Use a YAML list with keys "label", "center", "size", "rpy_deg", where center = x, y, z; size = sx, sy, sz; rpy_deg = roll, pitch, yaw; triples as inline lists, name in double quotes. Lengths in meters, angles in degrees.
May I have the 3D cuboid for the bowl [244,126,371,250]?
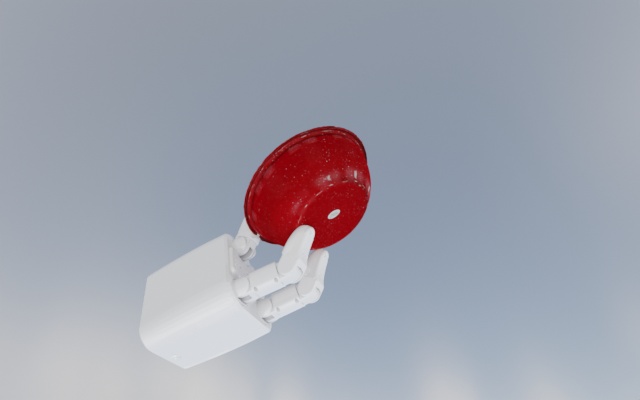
- label: "bowl"
  center: [0.001, 0.001, 0.526]
  size: [0.162, 0.162, 0.055]
  rpy_deg: [0, 35, -40]
